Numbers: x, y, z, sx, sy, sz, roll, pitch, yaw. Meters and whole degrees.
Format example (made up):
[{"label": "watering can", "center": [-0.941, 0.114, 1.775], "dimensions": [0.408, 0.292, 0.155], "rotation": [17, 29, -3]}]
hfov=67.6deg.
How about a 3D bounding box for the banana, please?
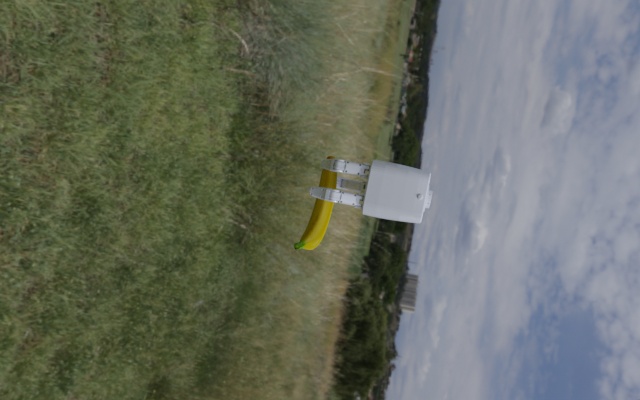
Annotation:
[{"label": "banana", "center": [0.001, 0.014, 0.895], "dimensions": [0.037, 0.197, 0.070], "rotation": [13, -23, 13]}]
